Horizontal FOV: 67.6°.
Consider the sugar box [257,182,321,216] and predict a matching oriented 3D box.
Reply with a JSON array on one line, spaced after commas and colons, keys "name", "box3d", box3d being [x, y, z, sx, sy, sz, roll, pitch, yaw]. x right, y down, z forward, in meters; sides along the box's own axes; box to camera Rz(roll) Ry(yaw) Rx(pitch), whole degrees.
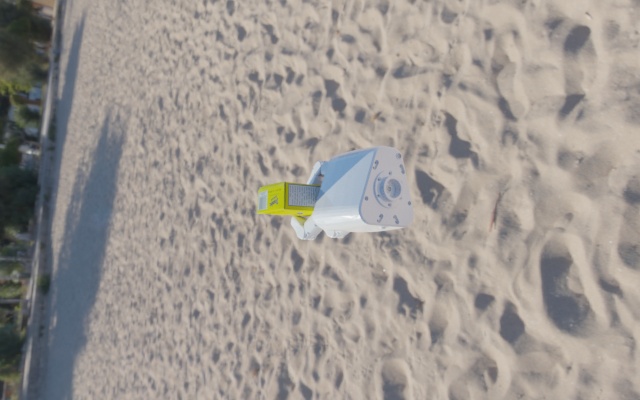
[{"name": "sugar box", "box3d": [0.000, 0.003, 0.741, 0.176, 0.048, 0.093, 7, -8, -31]}]
